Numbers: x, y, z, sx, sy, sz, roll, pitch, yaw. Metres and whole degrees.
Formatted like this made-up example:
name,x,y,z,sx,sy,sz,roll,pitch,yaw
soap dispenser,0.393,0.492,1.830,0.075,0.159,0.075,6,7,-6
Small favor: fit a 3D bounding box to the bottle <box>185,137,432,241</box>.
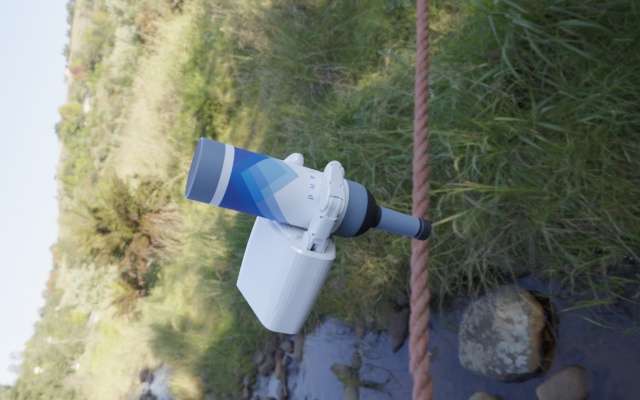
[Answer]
name,x,y,z,sx,sy,sz,roll,pitch,yaw
bottle,0.000,0.002,0.549,0.296,0.069,0.069,15,-6,-21
